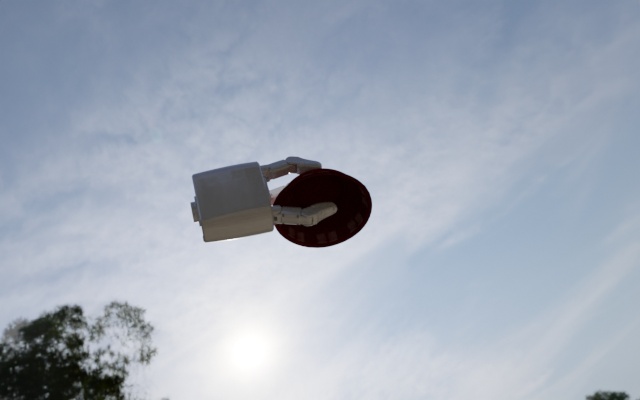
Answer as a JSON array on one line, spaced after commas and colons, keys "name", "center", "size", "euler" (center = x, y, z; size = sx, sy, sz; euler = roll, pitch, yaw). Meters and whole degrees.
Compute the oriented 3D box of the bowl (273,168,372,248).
[{"name": "bowl", "center": [0.001, 0.002, 0.777], "size": [0.162, 0.162, 0.055], "euler": [0, 40, -9]}]
